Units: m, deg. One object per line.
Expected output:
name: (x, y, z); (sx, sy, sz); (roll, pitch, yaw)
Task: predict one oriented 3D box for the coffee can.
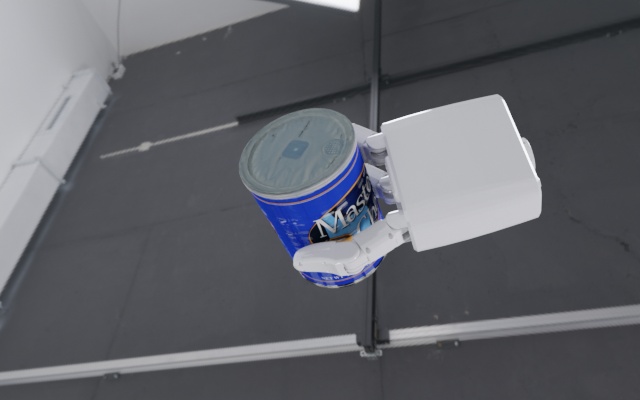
coffee can: (0.000, 0.001, 0.444); (0.103, 0.102, 0.140); (0, -40, 23)
